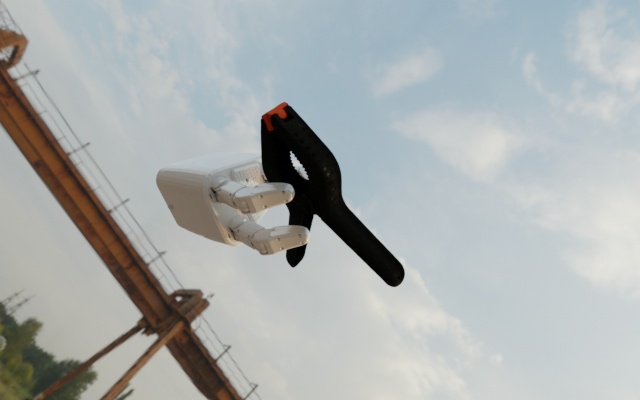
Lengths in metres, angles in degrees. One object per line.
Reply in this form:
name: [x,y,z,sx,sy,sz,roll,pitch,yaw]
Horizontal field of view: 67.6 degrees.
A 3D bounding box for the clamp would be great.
clamp: [0.000,0.001,0.492,0.164,0.210,0.036,9,39,39]
